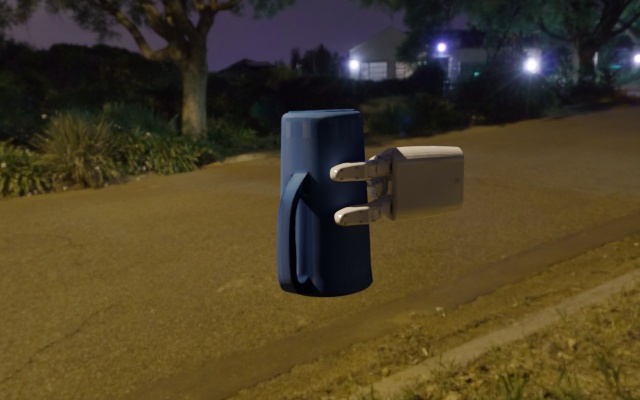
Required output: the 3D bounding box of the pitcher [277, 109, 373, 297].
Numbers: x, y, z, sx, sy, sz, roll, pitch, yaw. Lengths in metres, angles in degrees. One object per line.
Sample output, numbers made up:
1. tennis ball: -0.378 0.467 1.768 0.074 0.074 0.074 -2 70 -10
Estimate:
1. pitcher: 0.000 0.002 0.644 0.145 0.243 0.149 -5 12 -14
